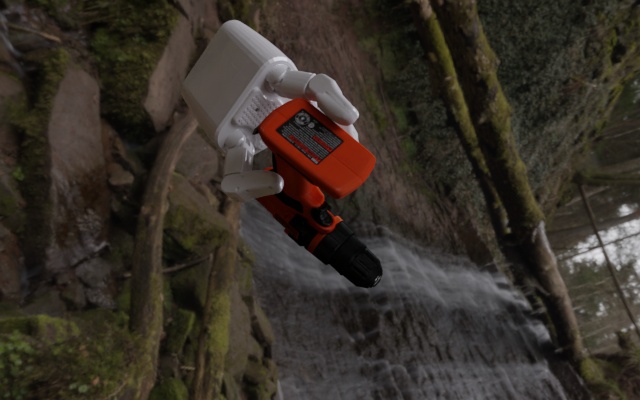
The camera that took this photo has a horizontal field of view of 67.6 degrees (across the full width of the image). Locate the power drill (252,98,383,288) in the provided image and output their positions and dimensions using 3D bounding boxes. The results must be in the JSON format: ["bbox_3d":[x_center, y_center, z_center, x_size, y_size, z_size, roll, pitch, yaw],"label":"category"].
[{"bbox_3d":[0.000,0.001,0.480,0.184,0.057,0.188,39,-25,14],"label":"power drill"}]
